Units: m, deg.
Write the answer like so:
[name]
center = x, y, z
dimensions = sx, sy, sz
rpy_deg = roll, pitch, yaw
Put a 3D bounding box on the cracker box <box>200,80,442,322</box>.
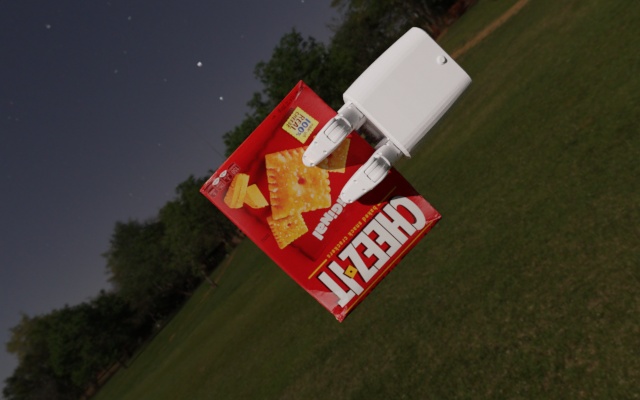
[cracker box]
center = 0.000, 0.002, 0.536
dimensions = 0.214, 0.164, 0.072
rpy_deg = 44, 1, -3
